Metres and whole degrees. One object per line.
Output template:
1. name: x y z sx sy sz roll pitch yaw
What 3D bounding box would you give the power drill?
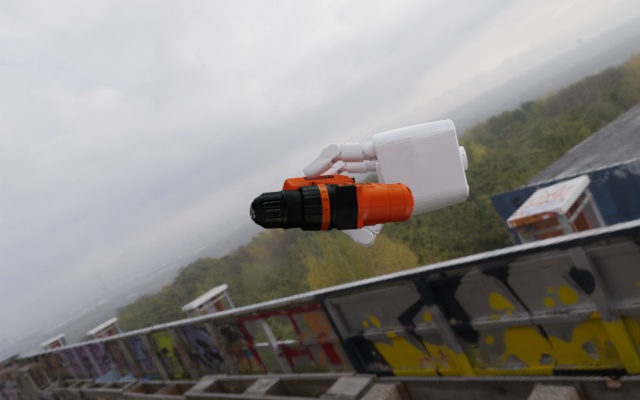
1. power drill: 0.000 0.002 0.597 0.184 0.057 0.187 -2 7 -12
